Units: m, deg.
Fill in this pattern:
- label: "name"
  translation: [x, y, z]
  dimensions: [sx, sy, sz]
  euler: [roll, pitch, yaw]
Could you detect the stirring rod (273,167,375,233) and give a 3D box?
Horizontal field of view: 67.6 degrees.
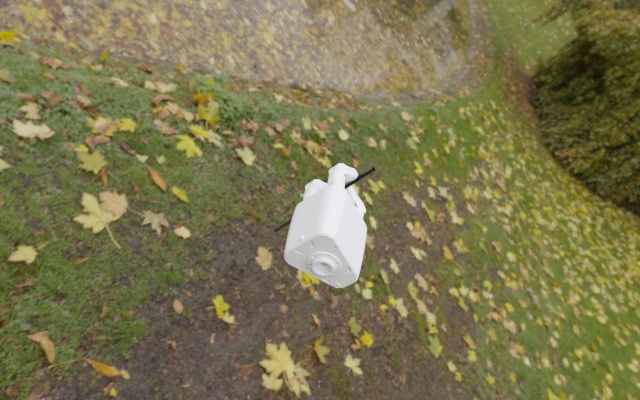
- label: "stirring rod"
  translation: [0.000, 0.003, 0.838]
  dimensions: [0.239, 0.011, 0.011]
  euler: [-32, -19, 32]
